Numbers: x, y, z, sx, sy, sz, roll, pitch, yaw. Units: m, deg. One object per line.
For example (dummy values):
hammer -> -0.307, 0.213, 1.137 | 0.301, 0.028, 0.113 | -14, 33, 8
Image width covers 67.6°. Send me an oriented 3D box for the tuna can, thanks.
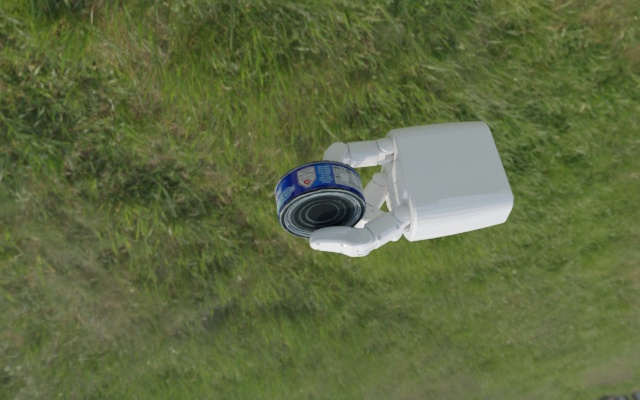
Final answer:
tuna can -> 0.000, 0.002, 0.459 | 0.086, 0.033, 0.086 | -7, -35, -5
